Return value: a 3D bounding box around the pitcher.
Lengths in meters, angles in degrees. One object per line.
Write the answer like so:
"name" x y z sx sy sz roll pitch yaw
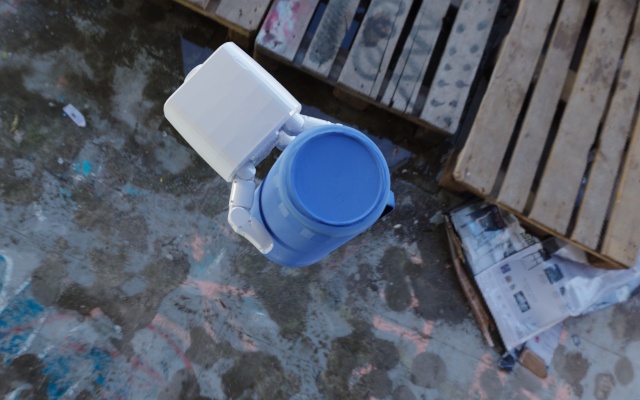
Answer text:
"pitcher" 0.000 0.002 0.548 0.149 0.145 0.243 -45 1 -17
